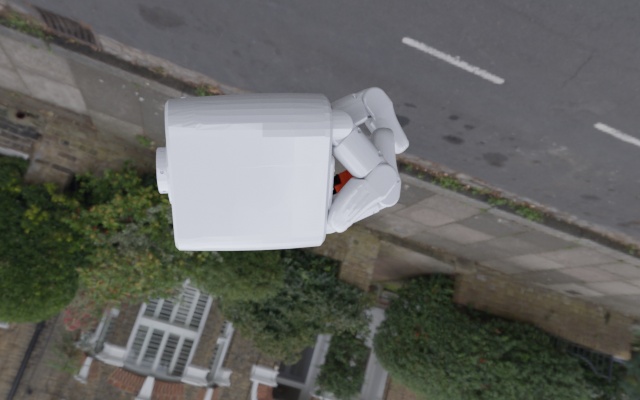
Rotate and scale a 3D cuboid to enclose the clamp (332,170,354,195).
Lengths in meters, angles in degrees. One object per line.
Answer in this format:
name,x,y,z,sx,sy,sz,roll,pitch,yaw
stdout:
clamp,0.000,0.002,0.466,0.120,0.039,0.171,-25,-5,-3
